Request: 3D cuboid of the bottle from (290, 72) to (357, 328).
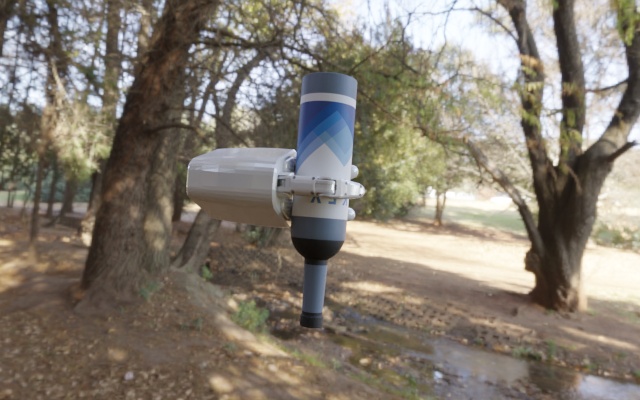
[{"bbox_3d":[0.000,0.002,0.571,0.069,0.295,0.069,4,-2,0],"label":"bottle"}]
